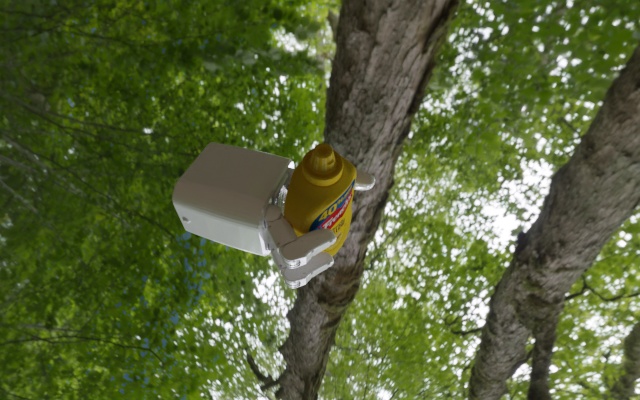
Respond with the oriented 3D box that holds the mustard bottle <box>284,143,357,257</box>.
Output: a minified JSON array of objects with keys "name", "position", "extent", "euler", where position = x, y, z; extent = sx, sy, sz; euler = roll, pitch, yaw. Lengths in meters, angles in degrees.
[{"name":"mustard bottle","position":[0.000,0.002,0.533],"extent":[0.058,0.096,0.192],"euler":[37,-25,20]}]
